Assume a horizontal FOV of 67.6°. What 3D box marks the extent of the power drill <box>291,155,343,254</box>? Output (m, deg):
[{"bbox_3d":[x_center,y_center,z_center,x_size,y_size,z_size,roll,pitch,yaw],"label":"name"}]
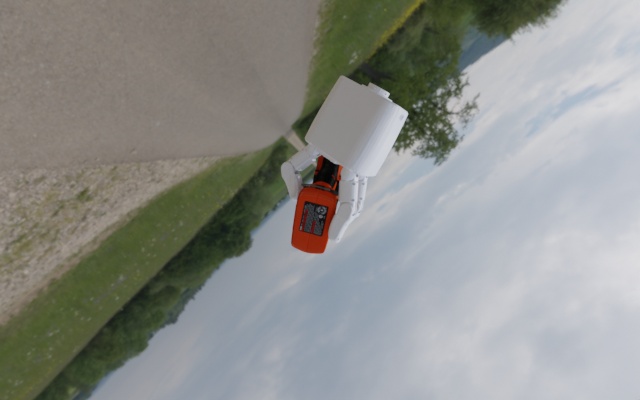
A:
[{"bbox_3d":[0.000,0.002,0.761,0.057,0.184,0.187,11,30,3],"label":"power drill"}]
